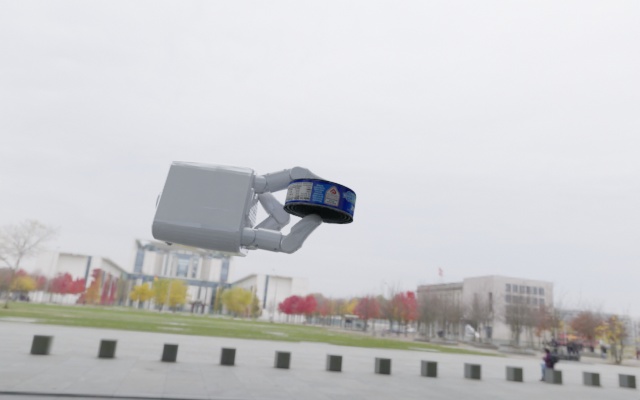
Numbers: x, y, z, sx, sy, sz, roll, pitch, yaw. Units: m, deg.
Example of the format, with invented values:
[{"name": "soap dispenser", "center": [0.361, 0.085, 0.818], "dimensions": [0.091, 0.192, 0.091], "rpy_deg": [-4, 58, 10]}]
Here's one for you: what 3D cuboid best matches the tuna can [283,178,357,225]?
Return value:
[{"name": "tuna can", "center": [0.000, 0.001, 0.576], "dimensions": [0.086, 0.033, 0.086], "rpy_deg": [10, -14, 2]}]
